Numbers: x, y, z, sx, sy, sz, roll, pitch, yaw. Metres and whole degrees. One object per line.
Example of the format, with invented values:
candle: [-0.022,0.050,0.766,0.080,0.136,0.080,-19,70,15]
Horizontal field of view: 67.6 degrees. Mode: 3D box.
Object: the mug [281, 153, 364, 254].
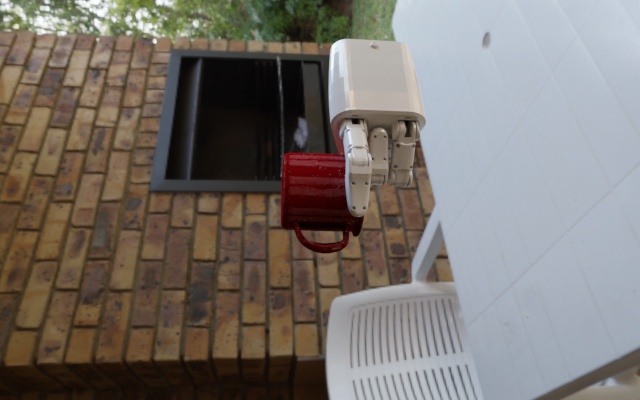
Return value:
mug: [0.000,0.003,0.499,0.081,0.117,0.093,2,-30,-6]
